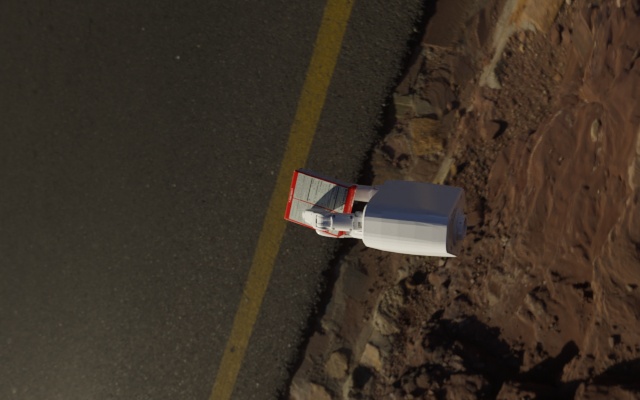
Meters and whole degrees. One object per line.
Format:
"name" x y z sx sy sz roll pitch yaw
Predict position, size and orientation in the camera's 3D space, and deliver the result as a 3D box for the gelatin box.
"gelatin box" 0.000 0.002 0.665 0.089 0.073 0.030 18 17 19
